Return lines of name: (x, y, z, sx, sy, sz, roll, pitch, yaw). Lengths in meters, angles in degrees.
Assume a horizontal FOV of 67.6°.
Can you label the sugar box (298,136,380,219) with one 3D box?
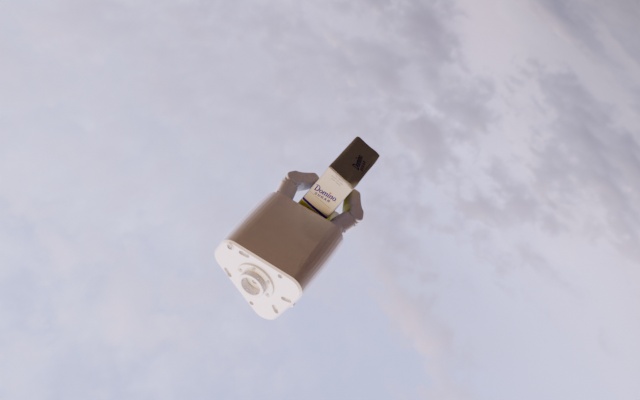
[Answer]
sugar box: (0.000, 0.003, 0.630, 0.176, 0.048, 0.093, -46, 2, 41)
